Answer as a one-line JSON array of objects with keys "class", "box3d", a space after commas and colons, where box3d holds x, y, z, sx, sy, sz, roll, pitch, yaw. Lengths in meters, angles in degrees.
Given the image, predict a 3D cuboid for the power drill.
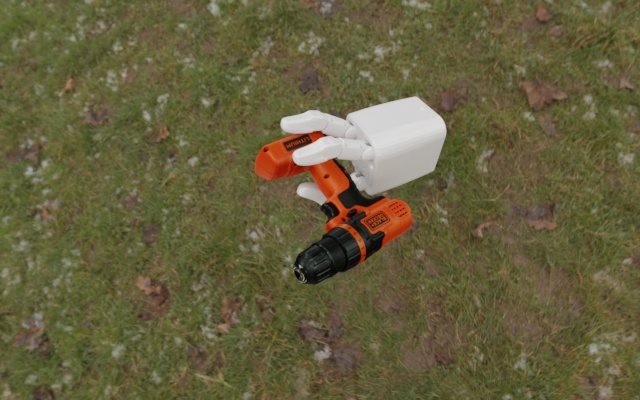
[{"class": "power drill", "box3d": [0.000, 0.002, 0.598, 0.184, 0.187, 0.057, -25, -25, -37]}]
